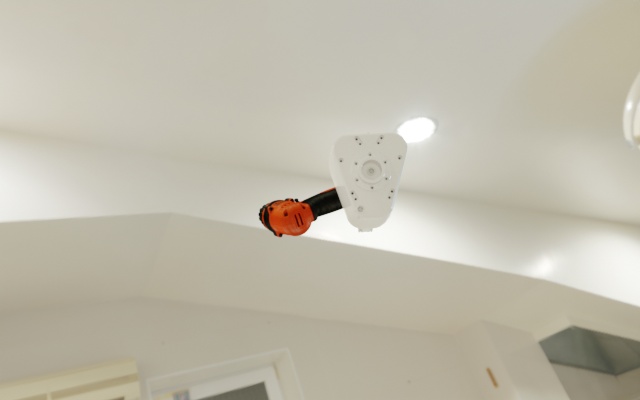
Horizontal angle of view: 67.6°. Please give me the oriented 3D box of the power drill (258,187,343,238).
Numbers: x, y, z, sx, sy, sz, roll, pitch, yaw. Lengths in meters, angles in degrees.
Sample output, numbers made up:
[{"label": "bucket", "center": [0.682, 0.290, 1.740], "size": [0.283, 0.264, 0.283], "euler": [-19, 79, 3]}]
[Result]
[{"label": "power drill", "center": [0.001, 0.002, 0.749], "size": [0.187, 0.057, 0.184], "euler": [-23, 10, -17]}]
